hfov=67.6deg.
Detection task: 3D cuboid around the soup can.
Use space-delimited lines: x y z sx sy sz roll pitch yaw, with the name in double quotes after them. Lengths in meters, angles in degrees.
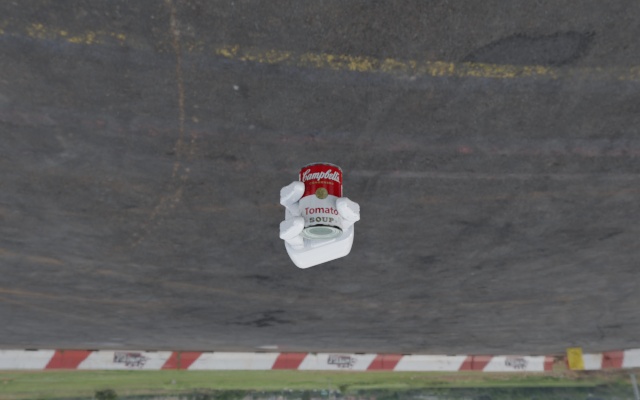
0.000 0.002 0.726 0.068 0.102 0.068 0 -22 0 "soup can"
